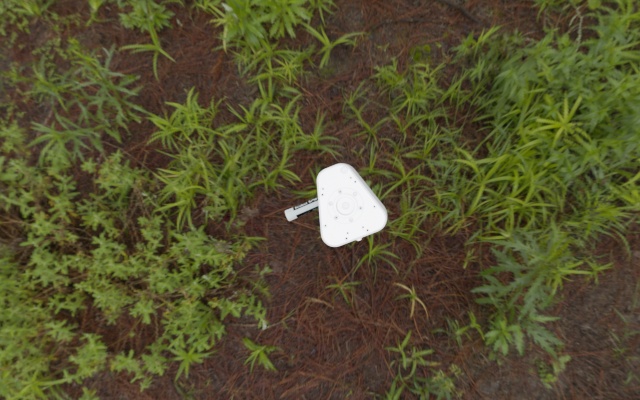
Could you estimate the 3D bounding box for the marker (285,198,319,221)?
[{"bbox_3d":[0.000,0.003,0.783,0.121,0.020,0.020,-22,-2,5],"label":"marker"}]
